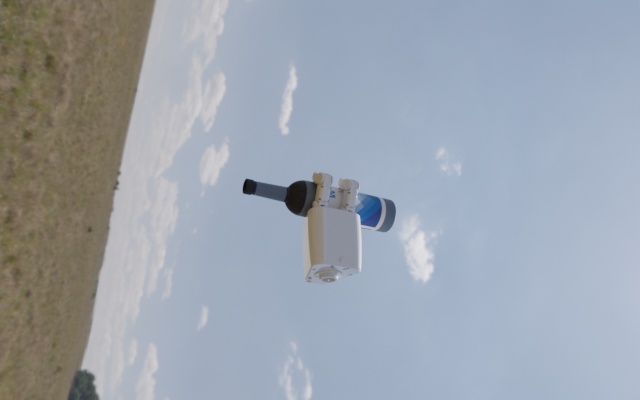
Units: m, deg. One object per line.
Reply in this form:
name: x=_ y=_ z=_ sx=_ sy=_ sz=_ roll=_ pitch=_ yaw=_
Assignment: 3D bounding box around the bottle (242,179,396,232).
bottle: x=0.000 y=0.003 z=0.887 sx=0.296 sy=0.069 sz=0.069 roll=12 pitch=-5 yaw=-24
